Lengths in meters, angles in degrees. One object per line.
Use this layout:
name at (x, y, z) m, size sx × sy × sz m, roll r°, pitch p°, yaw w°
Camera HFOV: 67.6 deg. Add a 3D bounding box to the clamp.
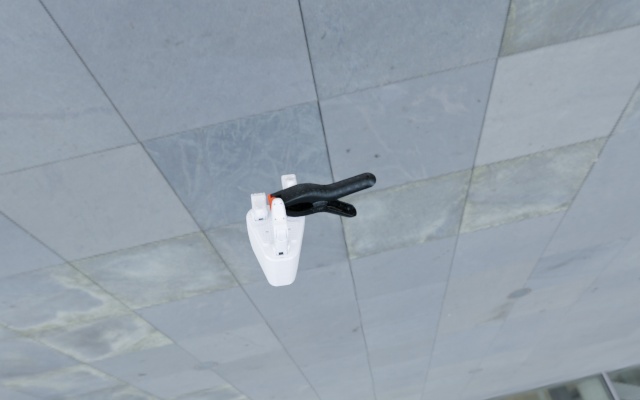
clamp at (0.000, 0.003, 0.781) m, size 0.171 × 0.039 × 0.120 m, roll -7°, pitch -35°, yaw -9°
